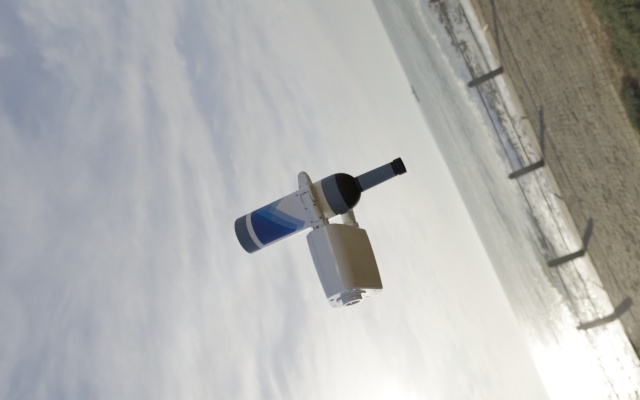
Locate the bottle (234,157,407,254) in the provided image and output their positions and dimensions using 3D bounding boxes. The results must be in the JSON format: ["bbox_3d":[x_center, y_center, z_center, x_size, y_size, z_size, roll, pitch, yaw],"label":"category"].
[{"bbox_3d":[0.000,0.003,0.781,0.296,0.069,0.069,-24,-7,15],"label":"bottle"}]
